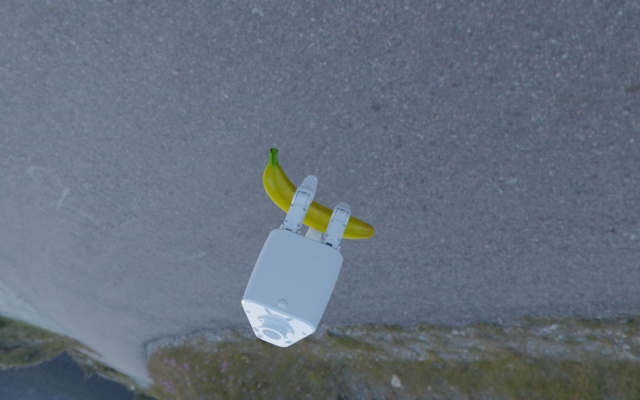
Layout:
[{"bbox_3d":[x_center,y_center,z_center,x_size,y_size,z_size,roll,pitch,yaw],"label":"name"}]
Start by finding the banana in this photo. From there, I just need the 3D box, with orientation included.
[{"bbox_3d":[-0.013,0.008,0.695,0.198,0.037,0.070,37,-43,-17],"label":"banana"}]
